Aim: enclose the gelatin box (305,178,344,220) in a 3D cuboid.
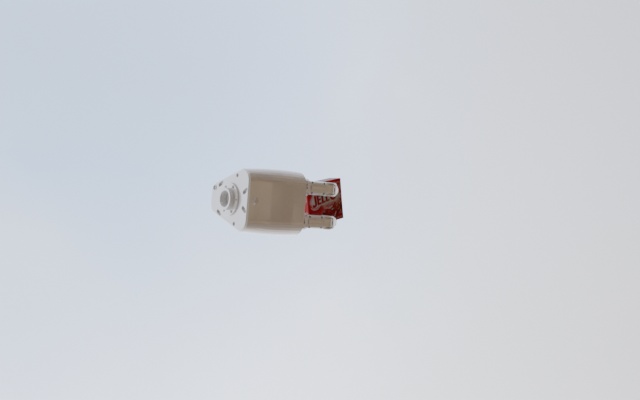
[{"bbox_3d":[0.000,0.003,0.827,0.030,0.073,0.089,4,13,43],"label":"gelatin box"}]
